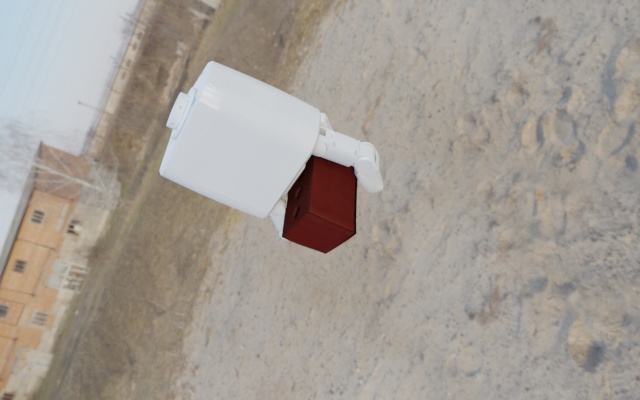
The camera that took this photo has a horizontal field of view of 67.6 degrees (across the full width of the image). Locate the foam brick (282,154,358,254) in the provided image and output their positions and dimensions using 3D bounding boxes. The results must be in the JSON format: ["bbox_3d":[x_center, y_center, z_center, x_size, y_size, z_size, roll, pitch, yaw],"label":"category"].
[{"bbox_3d":[0.000,0.002,0.455,0.051,0.078,0.053,23,-40,-24],"label":"foam brick"}]
